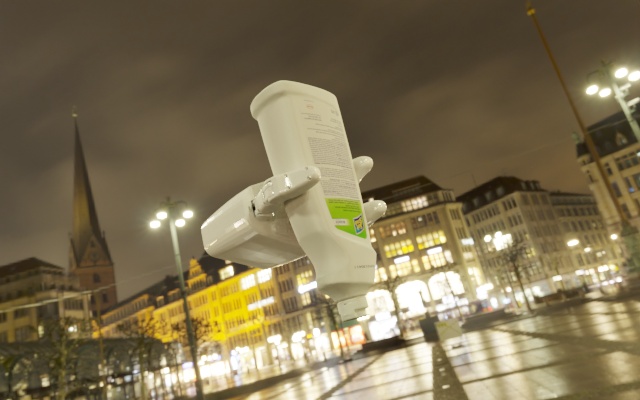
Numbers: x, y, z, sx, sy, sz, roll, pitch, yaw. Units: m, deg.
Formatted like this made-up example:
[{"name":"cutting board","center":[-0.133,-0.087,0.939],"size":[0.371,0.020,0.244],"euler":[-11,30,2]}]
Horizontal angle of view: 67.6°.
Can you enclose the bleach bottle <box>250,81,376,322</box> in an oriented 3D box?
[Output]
[{"name":"bleach bottle","center":[0.000,0.002,0.508],"size":[0.102,0.250,0.068],"euler":[2,-23,-43]}]
